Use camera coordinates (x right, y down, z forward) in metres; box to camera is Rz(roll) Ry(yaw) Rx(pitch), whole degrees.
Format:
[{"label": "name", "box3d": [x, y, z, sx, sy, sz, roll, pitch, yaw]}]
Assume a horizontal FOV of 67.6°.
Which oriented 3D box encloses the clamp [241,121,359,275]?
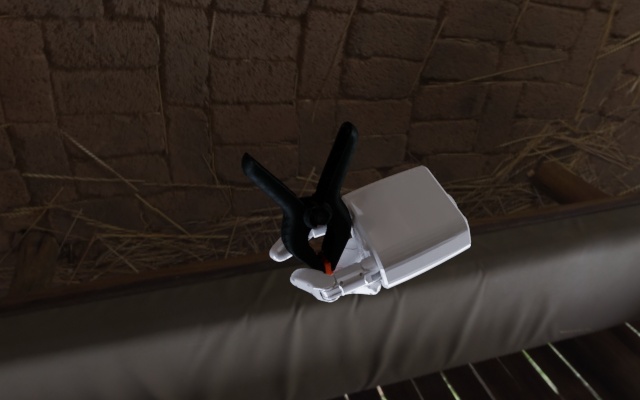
[{"label": "clamp", "box3d": [0.000, 0.002, 0.500, 0.120, 0.172, 0.039, -23, 35, -5]}]
